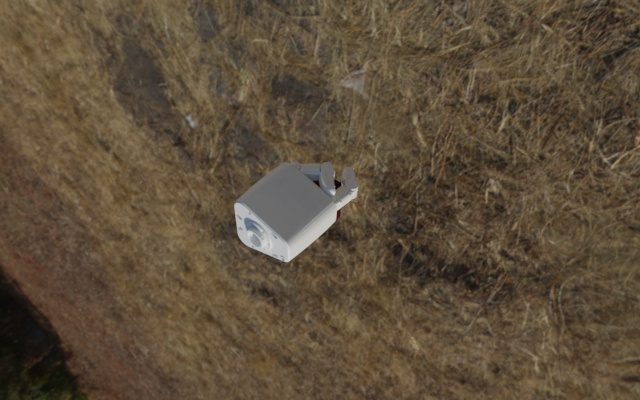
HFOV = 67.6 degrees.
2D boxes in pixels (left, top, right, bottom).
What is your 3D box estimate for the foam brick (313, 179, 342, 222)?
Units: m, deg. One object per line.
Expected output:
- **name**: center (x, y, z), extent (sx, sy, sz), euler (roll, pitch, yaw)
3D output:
- **foam brick**: center (0.000, 0.003, 0.778), extent (0.053, 0.078, 0.051), euler (29, 51, 24)
